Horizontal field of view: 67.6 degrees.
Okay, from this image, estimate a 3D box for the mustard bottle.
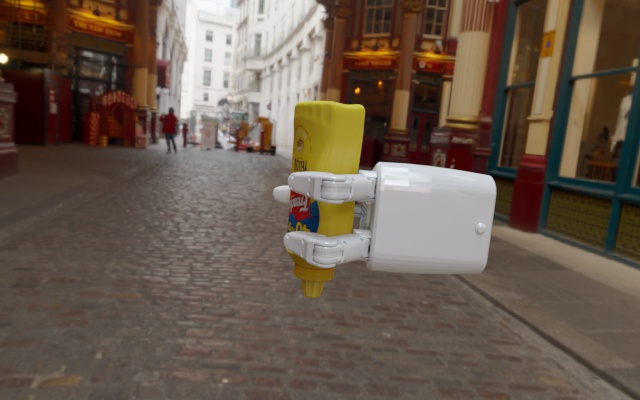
[{"bbox_3d":[0.000,0.001,0.469,0.058,0.191,0.096,1,10,-25],"label":"mustard bottle"}]
